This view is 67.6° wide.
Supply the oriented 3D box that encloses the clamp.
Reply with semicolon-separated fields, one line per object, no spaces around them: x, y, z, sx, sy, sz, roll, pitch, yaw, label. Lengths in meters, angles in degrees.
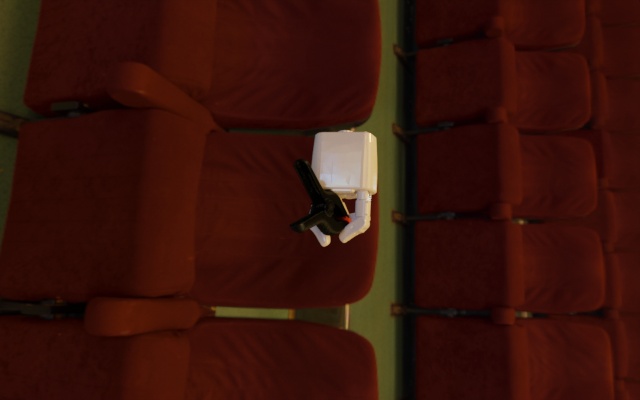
0.001;0.003;0.798;0.039;0.120;0.171;-2;-11;27;clamp
